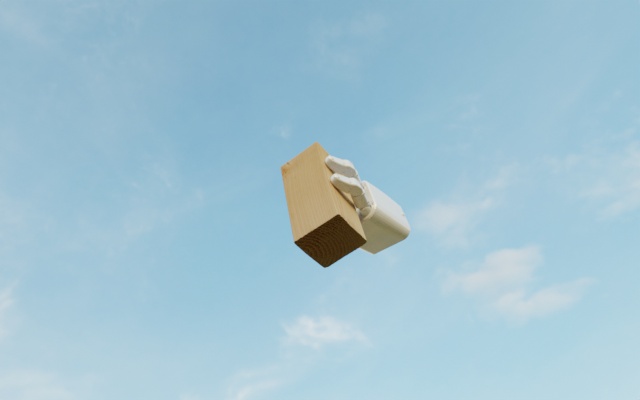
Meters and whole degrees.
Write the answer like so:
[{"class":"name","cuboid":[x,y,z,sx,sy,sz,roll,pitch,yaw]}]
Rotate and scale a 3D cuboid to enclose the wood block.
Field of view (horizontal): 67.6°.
[{"class":"wood block","cuboid":[0.000,0.003,0.843,0.091,0.206,0.090,-34,-52,16]}]
